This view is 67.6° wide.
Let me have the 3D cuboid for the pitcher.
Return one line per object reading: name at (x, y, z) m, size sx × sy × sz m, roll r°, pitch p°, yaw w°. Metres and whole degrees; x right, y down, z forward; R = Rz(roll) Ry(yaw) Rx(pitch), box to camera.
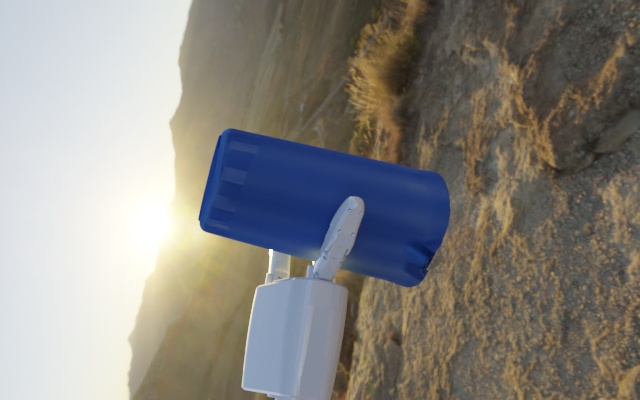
pitcher at (0.000, 0.002, 0.518) m, size 0.243 × 0.145 × 0.149 m, roll 14°, pitch -23°, yaw -15°
